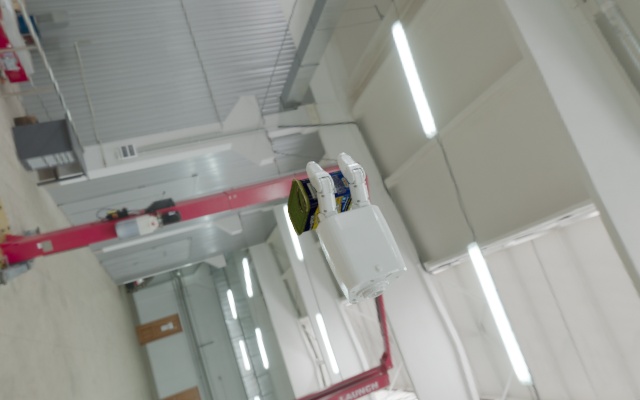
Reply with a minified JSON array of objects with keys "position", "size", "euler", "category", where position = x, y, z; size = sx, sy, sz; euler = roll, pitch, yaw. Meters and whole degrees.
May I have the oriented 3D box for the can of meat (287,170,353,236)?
[{"position":[0.000,0.002,0.744],"size":[0.084,0.057,0.102],"euler":[-14,-30,-20],"category":"can of meat"}]
